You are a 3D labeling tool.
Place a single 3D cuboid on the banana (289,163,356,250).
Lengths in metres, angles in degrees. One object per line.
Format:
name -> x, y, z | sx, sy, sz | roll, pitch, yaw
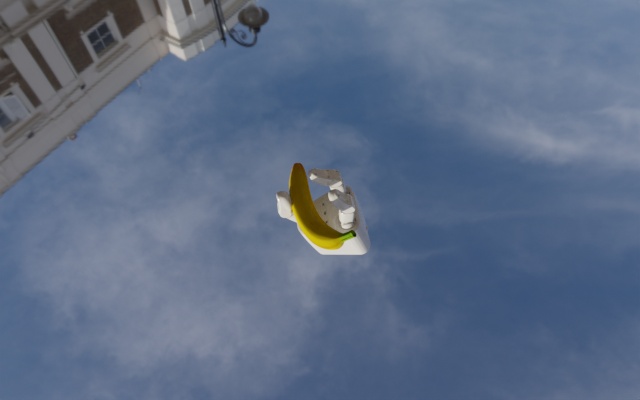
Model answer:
banana -> -0.011, 0.018, 0.768 | 0.037, 0.069, 0.197 | 33, 14, -49
